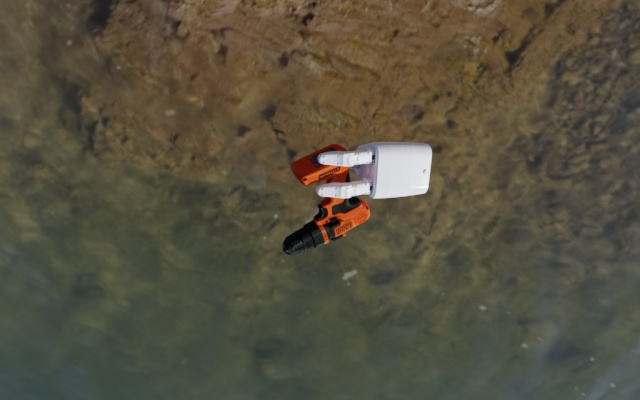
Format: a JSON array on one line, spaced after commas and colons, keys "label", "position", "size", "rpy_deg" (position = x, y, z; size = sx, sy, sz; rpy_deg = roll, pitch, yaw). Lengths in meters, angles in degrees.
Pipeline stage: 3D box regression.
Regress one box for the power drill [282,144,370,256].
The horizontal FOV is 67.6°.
[{"label": "power drill", "position": [0.000, 0.002, 0.867], "size": [0.184, 0.188, 0.057], "rpy_deg": [-28, 46, -17]}]
